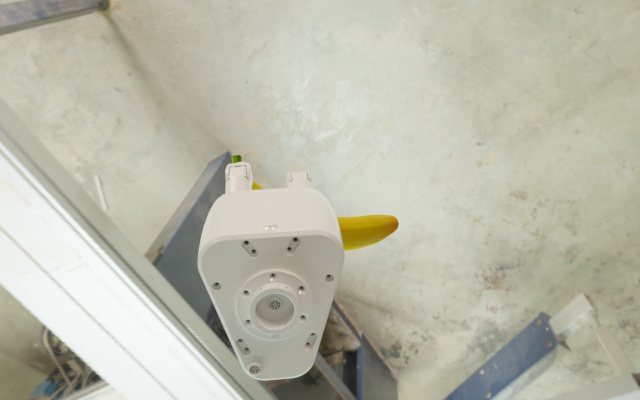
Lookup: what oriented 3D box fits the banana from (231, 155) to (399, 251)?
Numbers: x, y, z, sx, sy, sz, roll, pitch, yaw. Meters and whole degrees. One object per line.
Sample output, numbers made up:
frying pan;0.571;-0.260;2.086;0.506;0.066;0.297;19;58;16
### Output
banana;-0.010;0.018;0.504;0.198;0.069;0.037;22;-5;-15
